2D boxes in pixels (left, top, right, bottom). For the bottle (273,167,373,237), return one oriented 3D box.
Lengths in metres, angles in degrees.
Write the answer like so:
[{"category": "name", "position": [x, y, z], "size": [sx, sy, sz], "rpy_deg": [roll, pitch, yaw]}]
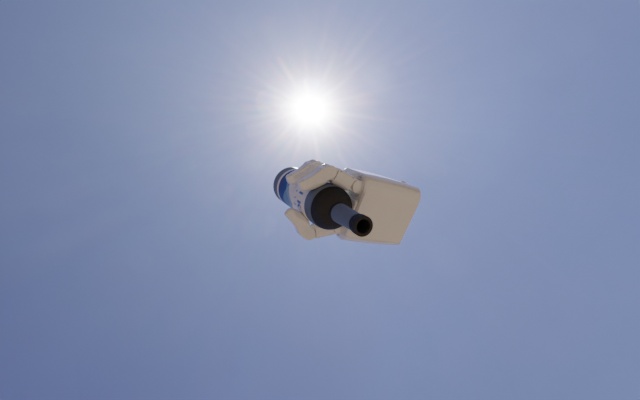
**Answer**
[{"category": "bottle", "position": [0.000, 0.002, 0.731], "size": [0.069, 0.069, 0.295], "rpy_deg": [0, 12, -22]}]
